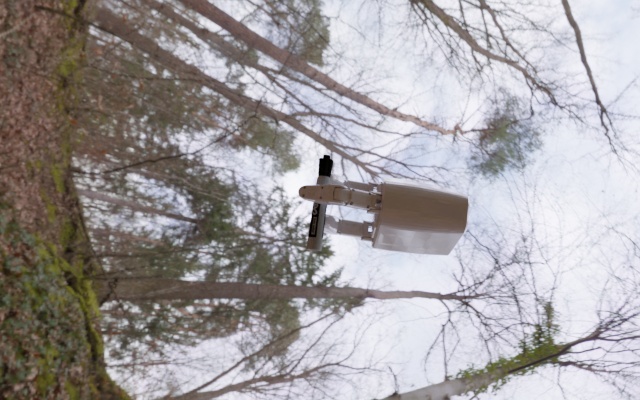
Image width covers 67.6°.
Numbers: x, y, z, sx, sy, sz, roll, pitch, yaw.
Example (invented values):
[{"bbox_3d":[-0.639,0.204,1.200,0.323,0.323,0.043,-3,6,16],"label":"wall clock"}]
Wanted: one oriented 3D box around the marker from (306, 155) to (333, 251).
[{"bbox_3d":[0.000,0.002,0.596,0.020,0.121,0.020,8,-9,1],"label":"marker"}]
